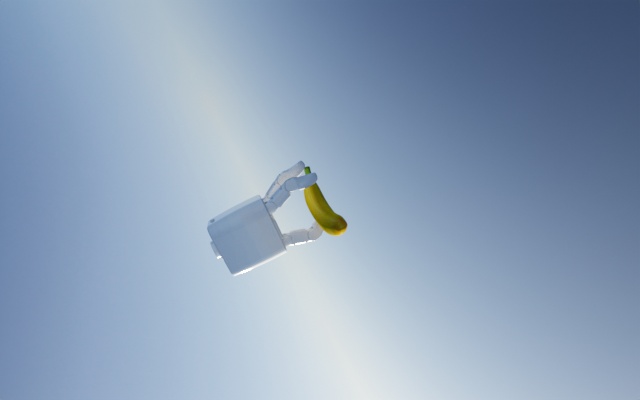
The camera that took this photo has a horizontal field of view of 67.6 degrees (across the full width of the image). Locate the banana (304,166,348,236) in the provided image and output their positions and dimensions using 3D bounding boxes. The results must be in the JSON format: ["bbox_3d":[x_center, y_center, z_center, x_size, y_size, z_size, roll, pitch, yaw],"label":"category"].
[{"bbox_3d":[0.004,0.015,0.818,0.037,0.070,0.197,-24,37,-8],"label":"banana"}]
